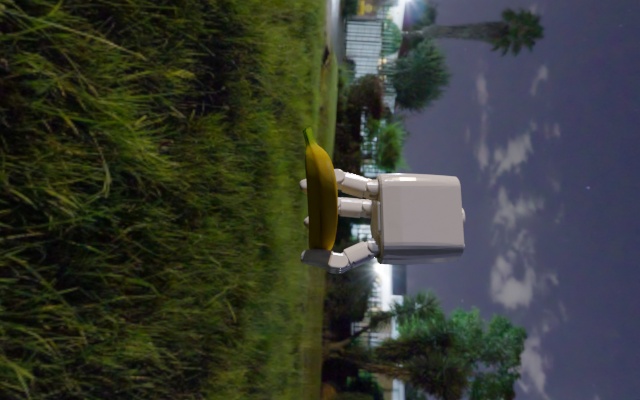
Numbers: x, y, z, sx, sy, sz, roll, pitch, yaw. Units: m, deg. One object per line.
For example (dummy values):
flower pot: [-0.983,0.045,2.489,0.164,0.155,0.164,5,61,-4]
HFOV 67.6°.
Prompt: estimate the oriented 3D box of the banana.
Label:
banana: [0.001,0.011,0.591,0.037,0.198,0.069,-4,38,-3]
